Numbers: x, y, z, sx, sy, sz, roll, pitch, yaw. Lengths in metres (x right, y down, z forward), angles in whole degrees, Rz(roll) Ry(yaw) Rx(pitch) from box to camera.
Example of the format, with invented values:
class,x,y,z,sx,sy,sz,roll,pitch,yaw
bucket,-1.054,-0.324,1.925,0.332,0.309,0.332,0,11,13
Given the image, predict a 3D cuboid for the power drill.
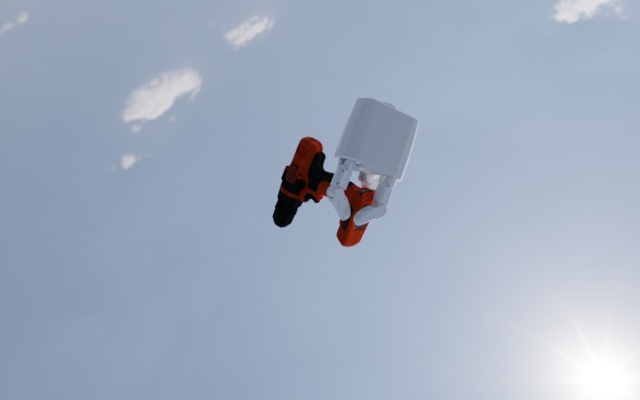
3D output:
class,x,y,z,sx,sy,sz,roll,pitch,yaw
power drill,0.001,0.003,0.852,0.187,0.184,0.057,35,25,30
